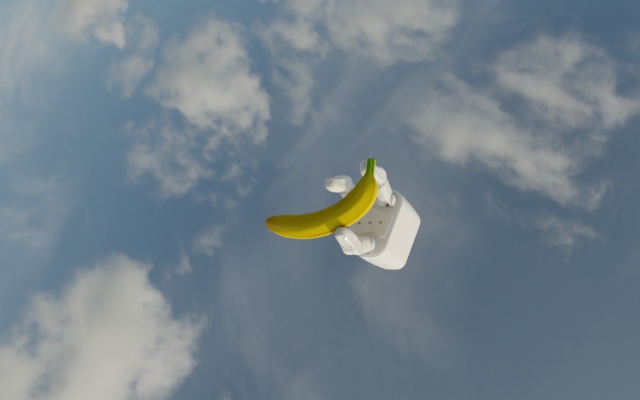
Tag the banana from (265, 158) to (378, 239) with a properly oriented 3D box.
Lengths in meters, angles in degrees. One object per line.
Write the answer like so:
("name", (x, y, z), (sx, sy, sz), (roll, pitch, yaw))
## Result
("banana", (0.008, 0.016, 0.691), (0.198, 0.069, 0.037), (-29, -29, 19))
